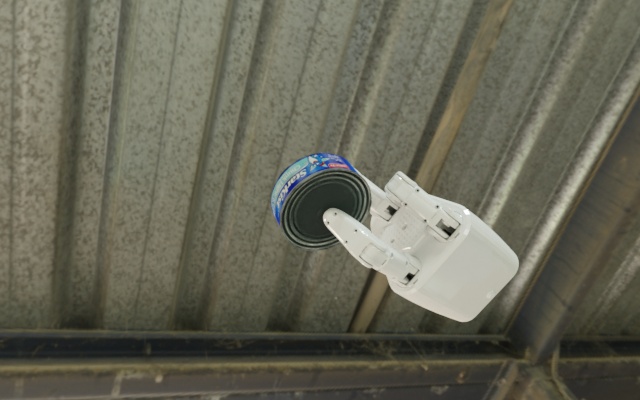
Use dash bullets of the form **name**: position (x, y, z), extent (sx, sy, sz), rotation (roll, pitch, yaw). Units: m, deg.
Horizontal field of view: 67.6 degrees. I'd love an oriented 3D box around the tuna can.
- **tuna can**: position (0.000, 0.001, 0.424), extent (0.086, 0.086, 0.033), rotation (0, 33, -26)
